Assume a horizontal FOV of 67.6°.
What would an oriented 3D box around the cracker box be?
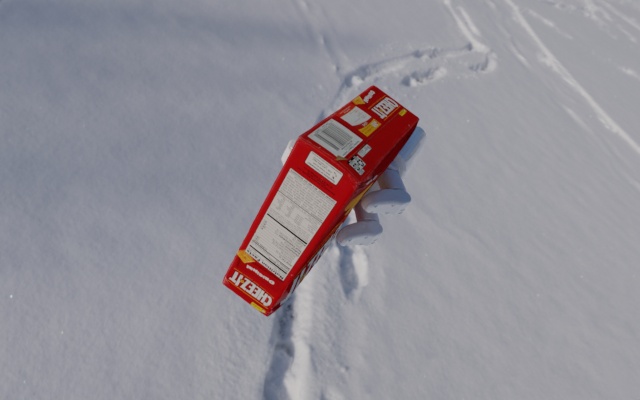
[{"bbox_3d":[0.000,0.001,0.501,0.072,0.214,0.164,37,39,6],"label":"cracker box"}]
